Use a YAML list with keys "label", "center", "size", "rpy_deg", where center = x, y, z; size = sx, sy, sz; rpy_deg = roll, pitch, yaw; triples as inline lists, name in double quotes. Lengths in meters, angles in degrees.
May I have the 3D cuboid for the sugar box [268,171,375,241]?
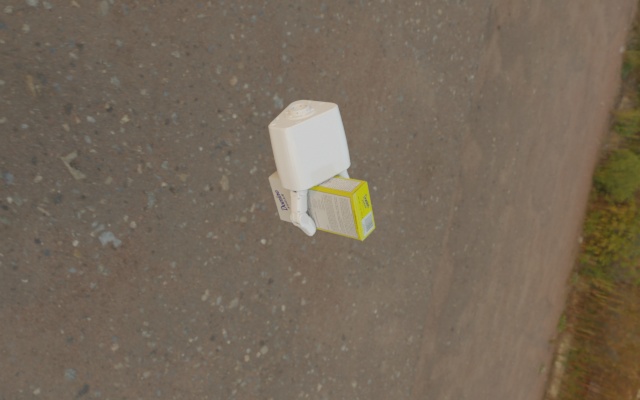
- label: "sugar box"
  center: [0.001, 0.002, 0.791]
  size: [0.176, 0.093, 0.048]
  rpy_deg: [15, 41, 37]
